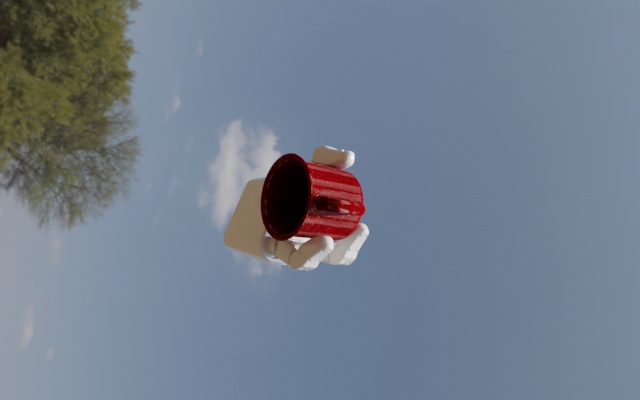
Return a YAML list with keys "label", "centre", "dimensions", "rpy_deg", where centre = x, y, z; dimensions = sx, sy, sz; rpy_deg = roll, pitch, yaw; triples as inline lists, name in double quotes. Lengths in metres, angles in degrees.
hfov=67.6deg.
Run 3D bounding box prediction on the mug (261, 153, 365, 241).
- label: "mug"
  centre: [0.001, 0.002, 0.516]
  dimensions: [0.081, 0.093, 0.117]
  rpy_deg: [9, -2, -38]
